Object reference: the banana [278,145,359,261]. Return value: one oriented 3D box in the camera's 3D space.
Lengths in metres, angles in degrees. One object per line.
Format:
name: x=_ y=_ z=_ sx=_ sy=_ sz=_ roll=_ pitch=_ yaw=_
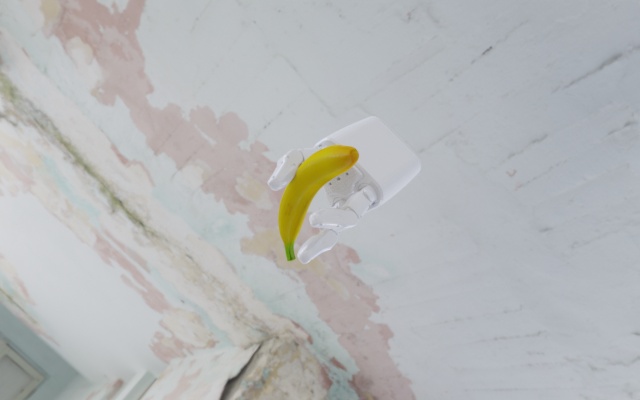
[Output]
banana: x=-0.012 y=-0.010 z=0.577 sx=0.037 sy=0.069 sz=0.198 roll=-17 pitch=-31 yaw=-39
